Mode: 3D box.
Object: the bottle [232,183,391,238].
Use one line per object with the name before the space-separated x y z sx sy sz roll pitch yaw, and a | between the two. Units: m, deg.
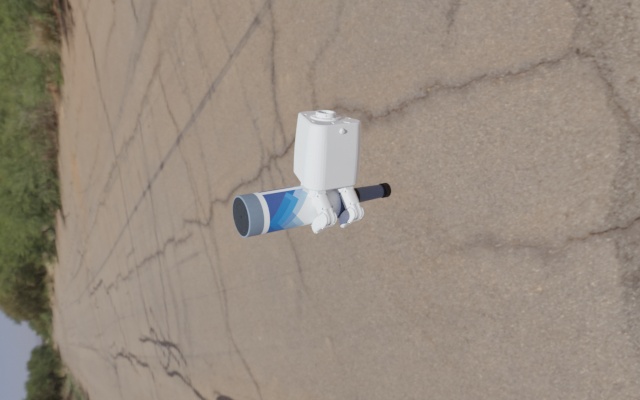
bottle | 0.000 0.003 0.815 0.295 0.069 0.069 -10 5 -31
